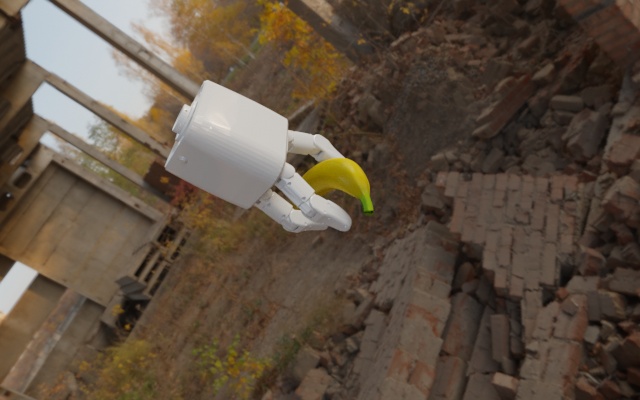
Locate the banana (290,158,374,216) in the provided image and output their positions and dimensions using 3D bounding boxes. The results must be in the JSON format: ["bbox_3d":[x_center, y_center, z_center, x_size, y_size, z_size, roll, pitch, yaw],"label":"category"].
[{"bbox_3d":[0.006,-0.016,0.593,0.037,0.069,0.198,16,-9,-25],"label":"banana"}]
